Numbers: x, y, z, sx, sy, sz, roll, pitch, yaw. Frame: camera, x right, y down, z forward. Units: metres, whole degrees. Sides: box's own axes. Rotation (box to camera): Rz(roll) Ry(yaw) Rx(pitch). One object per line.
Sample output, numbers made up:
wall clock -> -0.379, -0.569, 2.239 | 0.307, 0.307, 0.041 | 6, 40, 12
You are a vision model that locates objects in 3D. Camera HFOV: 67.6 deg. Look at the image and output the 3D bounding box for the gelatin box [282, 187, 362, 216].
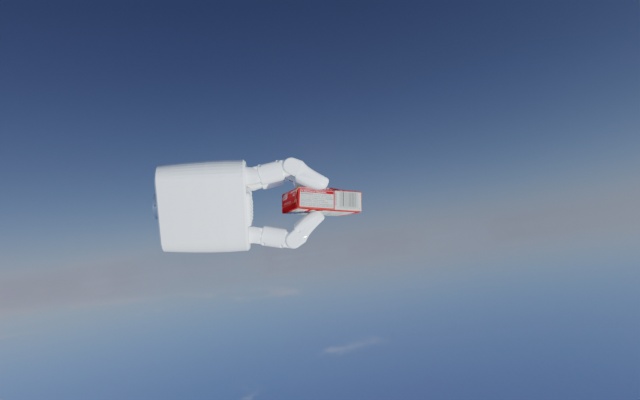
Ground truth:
gelatin box -> 0.000, 0.003, 0.629 | 0.089, 0.030, 0.073 | 4, -7, -18
